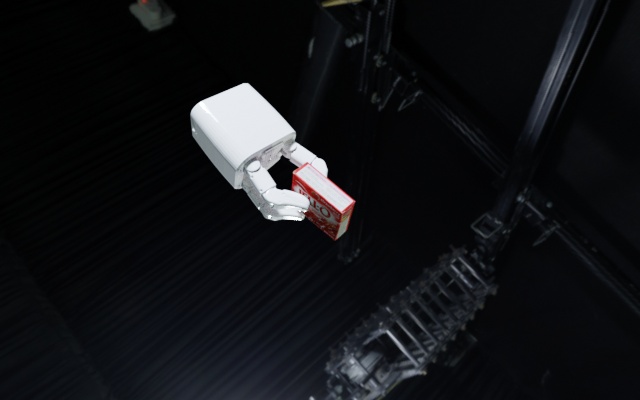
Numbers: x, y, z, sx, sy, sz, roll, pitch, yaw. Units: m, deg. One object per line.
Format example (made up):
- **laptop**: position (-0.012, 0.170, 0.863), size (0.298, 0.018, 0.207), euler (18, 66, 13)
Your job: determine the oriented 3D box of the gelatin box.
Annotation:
- **gelatin box**: position (0.001, 0.002, 0.640), size (0.030, 0.089, 0.073), euler (-41, -20, -28)
